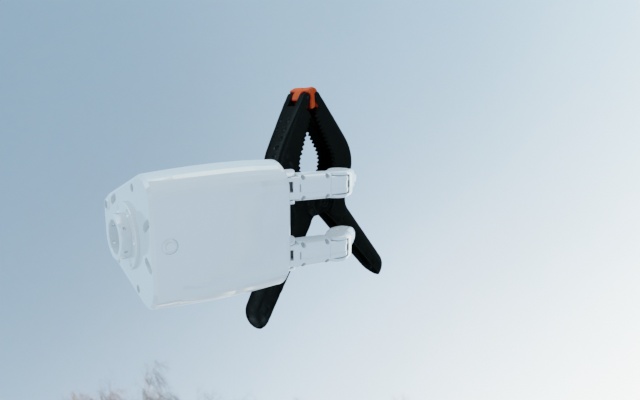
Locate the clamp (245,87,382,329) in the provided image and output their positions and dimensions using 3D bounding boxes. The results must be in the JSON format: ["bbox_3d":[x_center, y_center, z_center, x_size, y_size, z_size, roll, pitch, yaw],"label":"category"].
[{"bbox_3d":[-0.001,0.001,0.453,0.164,0.210,0.036,-8,14,-41],"label":"clamp"}]
